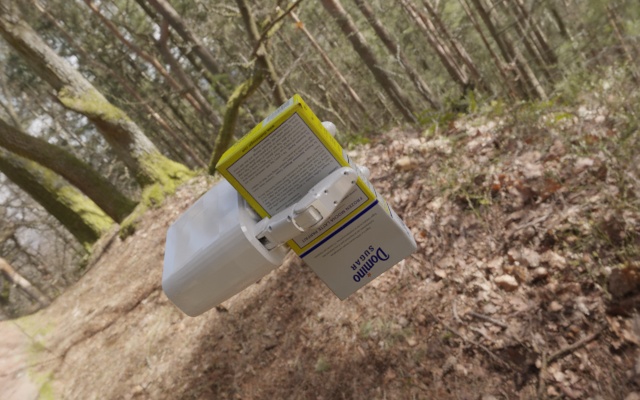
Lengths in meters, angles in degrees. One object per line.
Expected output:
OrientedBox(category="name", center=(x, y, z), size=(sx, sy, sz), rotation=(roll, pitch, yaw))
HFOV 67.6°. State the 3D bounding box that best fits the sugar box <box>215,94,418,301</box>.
OrientedBox(category="sugar box", center=(0.000, 0.001, 0.439), size=(0.093, 0.176, 0.048), rotation=(-36, 21, 13))
